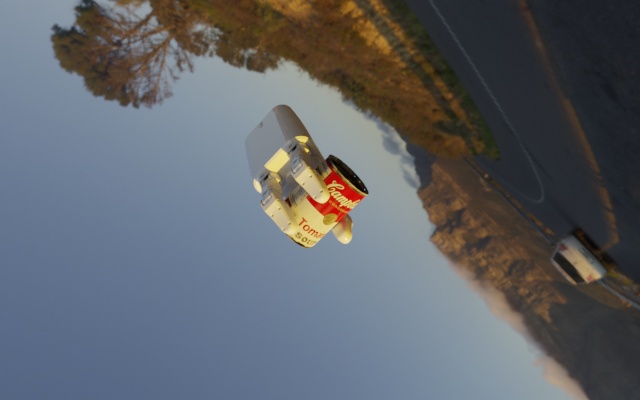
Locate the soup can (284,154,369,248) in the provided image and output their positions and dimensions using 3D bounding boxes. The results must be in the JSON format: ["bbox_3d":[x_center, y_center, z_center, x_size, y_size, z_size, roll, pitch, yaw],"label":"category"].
[{"bbox_3d":[0.000,0.002,0.594,0.102,0.068,0.068,-44,-15,15],"label":"soup can"}]
